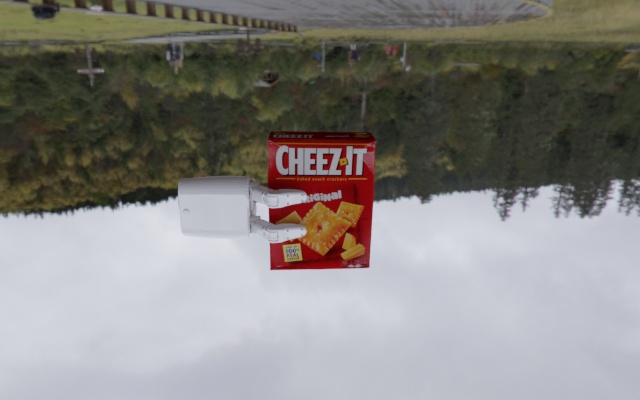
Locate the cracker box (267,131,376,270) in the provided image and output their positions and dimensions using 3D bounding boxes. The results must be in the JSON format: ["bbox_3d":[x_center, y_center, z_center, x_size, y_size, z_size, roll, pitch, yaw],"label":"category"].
[{"bbox_3d":[0.000,0.003,0.756,0.164,0.214,0.072,0,18,-3],"label":"cracker box"}]
